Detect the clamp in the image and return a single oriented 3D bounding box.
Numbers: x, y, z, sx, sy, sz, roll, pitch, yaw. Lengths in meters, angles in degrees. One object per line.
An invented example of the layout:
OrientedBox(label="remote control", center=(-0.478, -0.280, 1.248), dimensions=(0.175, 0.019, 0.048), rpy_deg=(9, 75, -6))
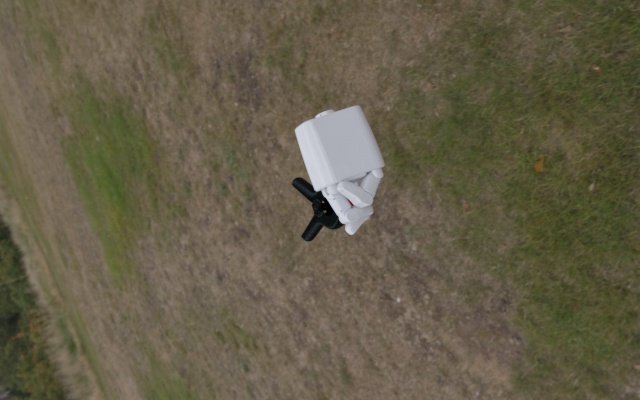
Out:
OrientedBox(label="clamp", center=(0.000, 0.003, 0.837), dimensions=(0.039, 0.120, 0.171), rpy_deg=(-18, -3, -35))
